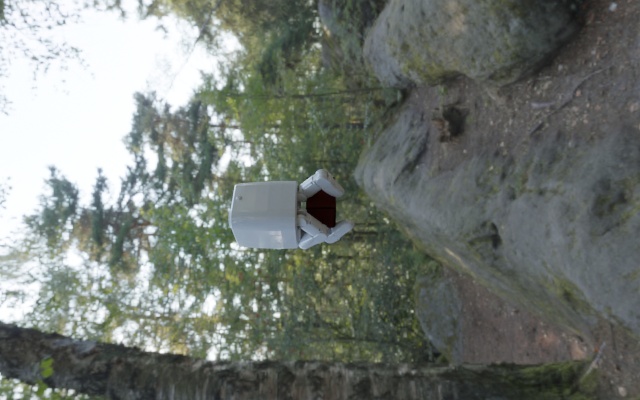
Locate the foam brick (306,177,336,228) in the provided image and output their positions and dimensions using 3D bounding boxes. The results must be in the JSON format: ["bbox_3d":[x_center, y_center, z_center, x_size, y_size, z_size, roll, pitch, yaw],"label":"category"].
[{"bbox_3d":[0.000,0.003,0.828,0.051,0.053,0.078,0,45,0],"label":"foam brick"}]
